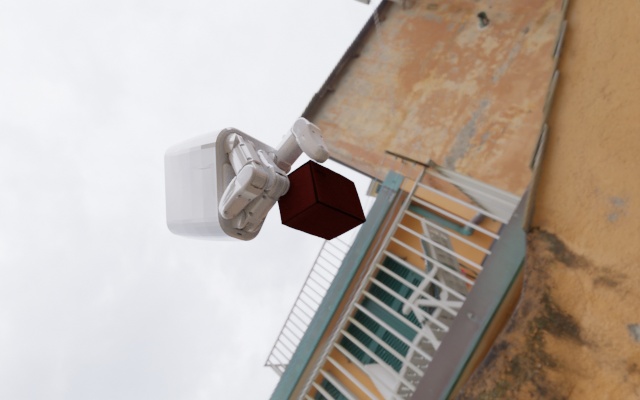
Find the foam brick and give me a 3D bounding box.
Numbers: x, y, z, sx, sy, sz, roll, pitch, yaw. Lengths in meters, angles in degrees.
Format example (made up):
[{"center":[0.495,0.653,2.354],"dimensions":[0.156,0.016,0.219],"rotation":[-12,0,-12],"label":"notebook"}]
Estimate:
[{"center":[0.000,0.002,0.499],"dimensions":[0.051,0.053,0.078],"rotation":[-33,-36,29],"label":"foam brick"}]
